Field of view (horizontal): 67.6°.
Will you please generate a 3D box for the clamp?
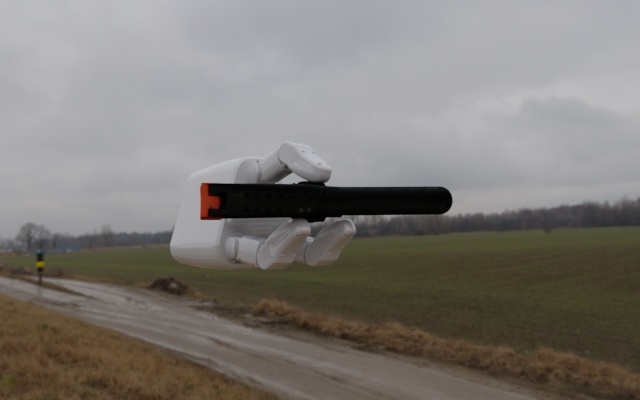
[{"bbox_3d":[-0.001,0.001,0.419,0.210,0.036,0.164,2,-5,-43],"label":"clamp"}]
